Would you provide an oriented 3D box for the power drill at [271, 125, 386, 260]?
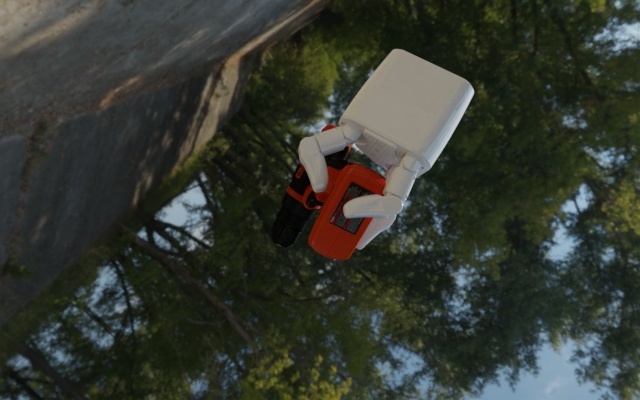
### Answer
[{"bbox_3d":[0.000,0.002,0.592,0.057,0.184,0.187,24,10,-22],"label":"power drill"}]
